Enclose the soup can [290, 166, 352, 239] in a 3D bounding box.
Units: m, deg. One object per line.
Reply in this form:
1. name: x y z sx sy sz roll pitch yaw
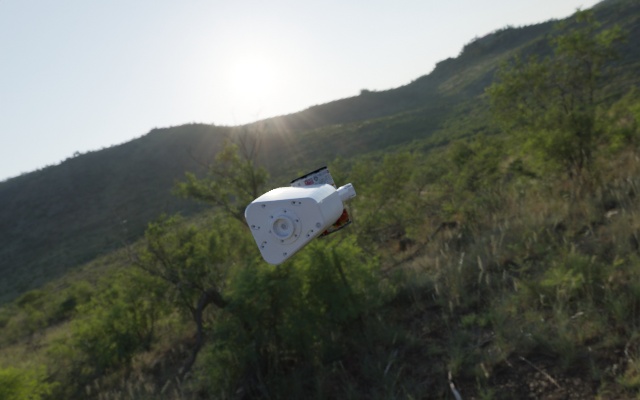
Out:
1. soup can: 0.000 0.002 0.783 0.068 0.102 0.068 -24 3 1
